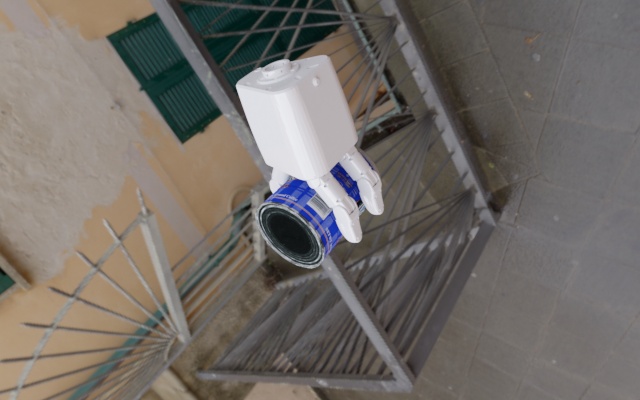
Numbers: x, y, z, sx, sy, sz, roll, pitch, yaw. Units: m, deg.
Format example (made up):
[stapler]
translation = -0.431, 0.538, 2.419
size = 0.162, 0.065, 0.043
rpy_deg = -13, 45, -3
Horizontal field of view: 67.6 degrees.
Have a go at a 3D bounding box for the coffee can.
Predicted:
[coffee can]
translation = 0.000, 0.002, 0.615
size = 0.103, 0.103, 0.140
rpy_deg = 0, 37, 44
